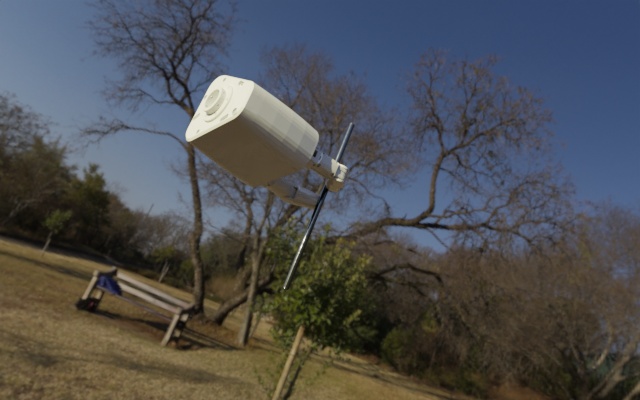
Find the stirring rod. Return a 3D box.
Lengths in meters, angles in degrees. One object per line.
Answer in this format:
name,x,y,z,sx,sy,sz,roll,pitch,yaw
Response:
stirring rod,0.000,0.002,0.622,0.011,0.239,0.011,20,-17,6
